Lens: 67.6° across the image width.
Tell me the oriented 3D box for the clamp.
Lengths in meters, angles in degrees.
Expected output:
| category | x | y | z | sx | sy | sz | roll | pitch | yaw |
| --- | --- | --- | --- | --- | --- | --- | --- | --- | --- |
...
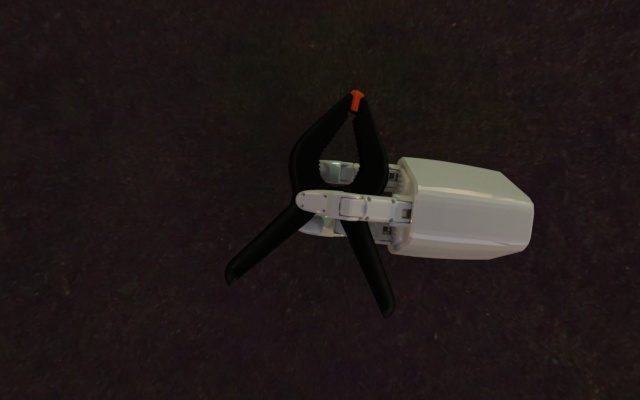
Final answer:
| category | x | y | z | sx | sy | sz | roll | pitch | yaw |
| --- | --- | --- | --- | --- | --- | --- | --- | --- | --- |
| clamp | 0.000 | 0.001 | 0.448 | 0.164 | 0.210 | 0.036 | 6 | 4 | -5 |
